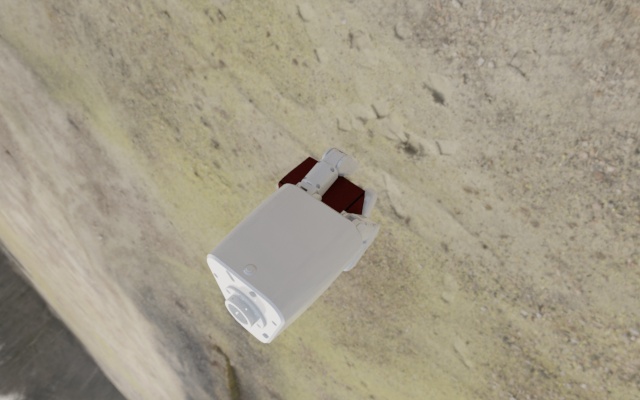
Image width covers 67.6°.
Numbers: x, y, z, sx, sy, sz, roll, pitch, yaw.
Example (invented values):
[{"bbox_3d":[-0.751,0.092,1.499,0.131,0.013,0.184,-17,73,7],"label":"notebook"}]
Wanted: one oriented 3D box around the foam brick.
[{"bbox_3d":[0.000,0.002,0.502,0.078,0.053,0.051,33,57,23],"label":"foam brick"}]
